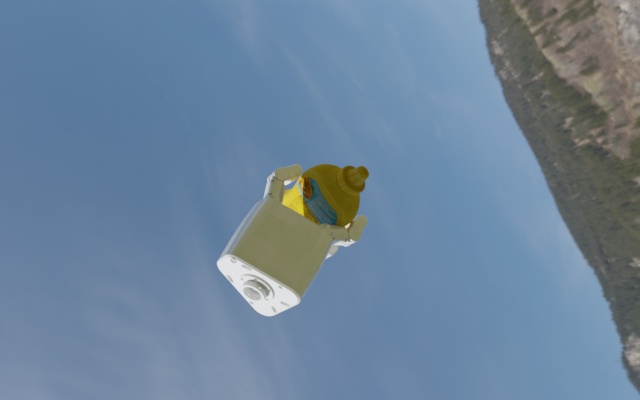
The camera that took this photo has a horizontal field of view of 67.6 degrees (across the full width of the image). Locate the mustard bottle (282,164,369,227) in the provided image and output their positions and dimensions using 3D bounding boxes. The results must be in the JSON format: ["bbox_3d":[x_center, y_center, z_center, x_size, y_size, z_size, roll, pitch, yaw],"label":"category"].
[{"bbox_3d":[0.000,0.002,0.685,0.058,0.096,0.192,-28,-5,-45],"label":"mustard bottle"}]
